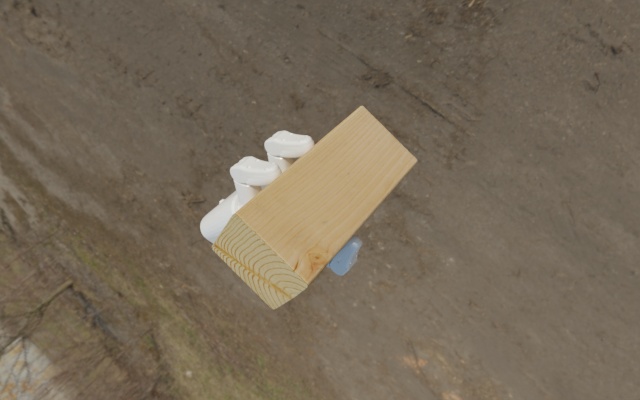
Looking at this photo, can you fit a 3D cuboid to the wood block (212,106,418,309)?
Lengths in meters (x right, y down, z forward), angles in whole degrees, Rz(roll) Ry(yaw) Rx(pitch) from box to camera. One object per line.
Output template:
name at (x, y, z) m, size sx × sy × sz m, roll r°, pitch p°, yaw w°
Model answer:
wood block at (0.000, 0.002, 0.497) m, size 0.206 × 0.091 × 0.090 m, roll -45°, pitch 0°, yaw -36°
